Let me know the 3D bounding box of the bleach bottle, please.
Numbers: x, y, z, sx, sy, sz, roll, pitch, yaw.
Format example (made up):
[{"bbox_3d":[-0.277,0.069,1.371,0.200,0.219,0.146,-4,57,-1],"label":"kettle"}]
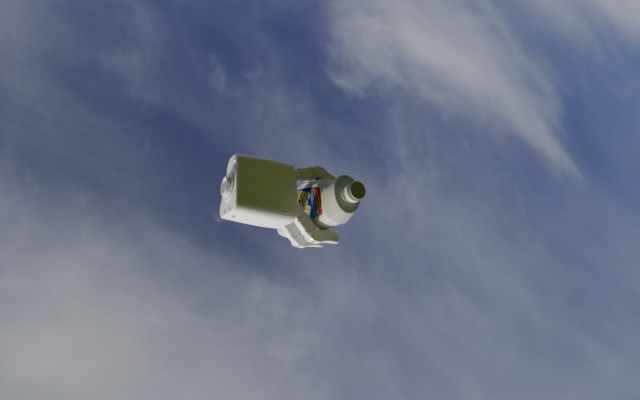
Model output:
[{"bbox_3d":[0.000,0.003,0.843,0.068,0.102,0.251,11,-17,-26],"label":"bleach bottle"}]
